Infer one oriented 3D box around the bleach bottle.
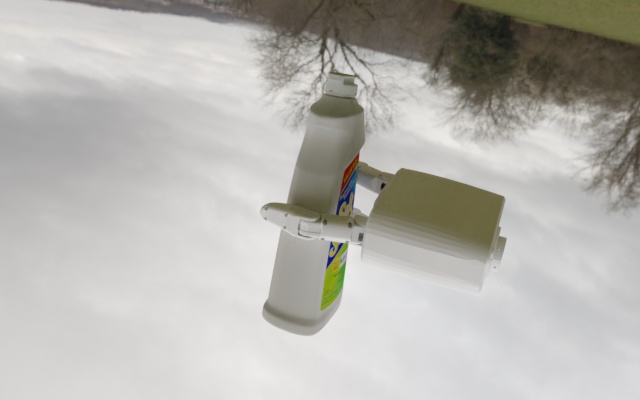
[{"bbox_3d":[0.000,0.002,0.479,0.068,0.251,0.102,16,20,20],"label":"bleach bottle"}]
